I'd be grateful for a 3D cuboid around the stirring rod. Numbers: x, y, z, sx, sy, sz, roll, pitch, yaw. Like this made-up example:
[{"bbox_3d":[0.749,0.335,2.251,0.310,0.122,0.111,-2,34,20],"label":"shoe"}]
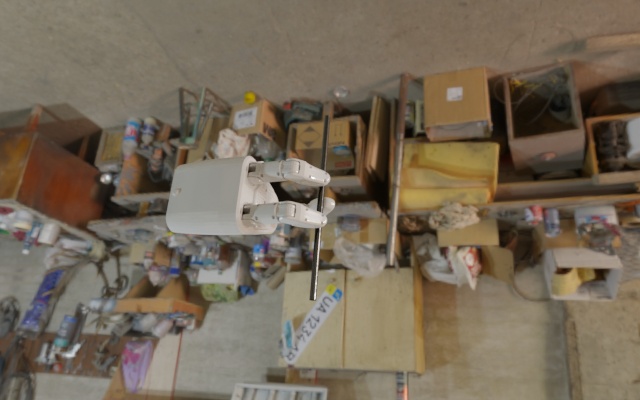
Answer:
[{"bbox_3d":[0.000,0.002,0.589,0.011,0.239,0.011,4,-20,1],"label":"stirring rod"}]
